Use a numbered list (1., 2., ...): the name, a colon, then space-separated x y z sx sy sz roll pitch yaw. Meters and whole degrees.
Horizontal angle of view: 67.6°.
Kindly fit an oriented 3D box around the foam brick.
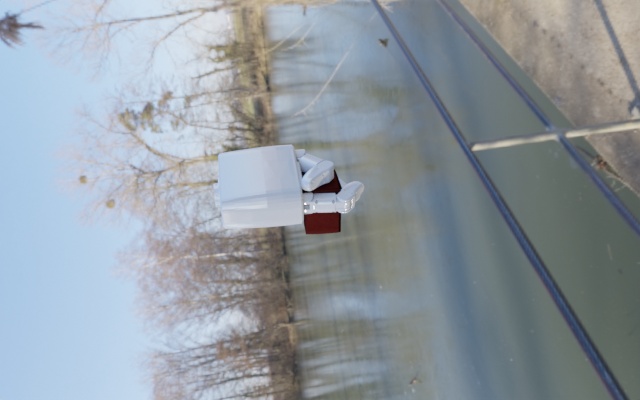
1. foam brick: 0.000 0.003 0.680 0.051 0.078 0.053 -6 35 -8
